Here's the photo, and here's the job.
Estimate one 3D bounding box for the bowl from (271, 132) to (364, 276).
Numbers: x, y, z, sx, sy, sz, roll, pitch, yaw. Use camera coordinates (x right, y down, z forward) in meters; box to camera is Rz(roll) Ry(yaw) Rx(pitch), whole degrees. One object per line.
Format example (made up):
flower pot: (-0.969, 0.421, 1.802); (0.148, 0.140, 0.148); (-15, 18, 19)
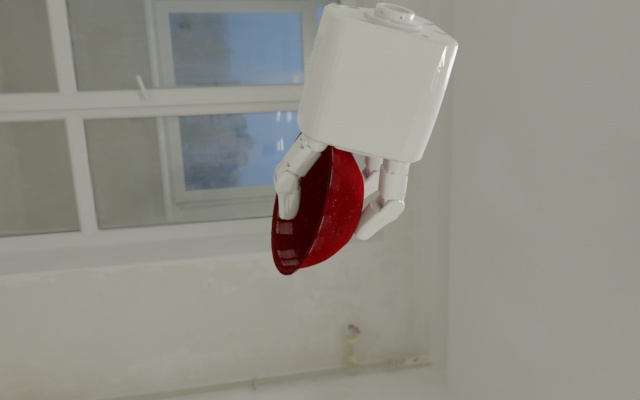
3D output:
bowl: (0.000, 0.003, 0.499); (0.055, 0.162, 0.162); (13, -5, -21)
